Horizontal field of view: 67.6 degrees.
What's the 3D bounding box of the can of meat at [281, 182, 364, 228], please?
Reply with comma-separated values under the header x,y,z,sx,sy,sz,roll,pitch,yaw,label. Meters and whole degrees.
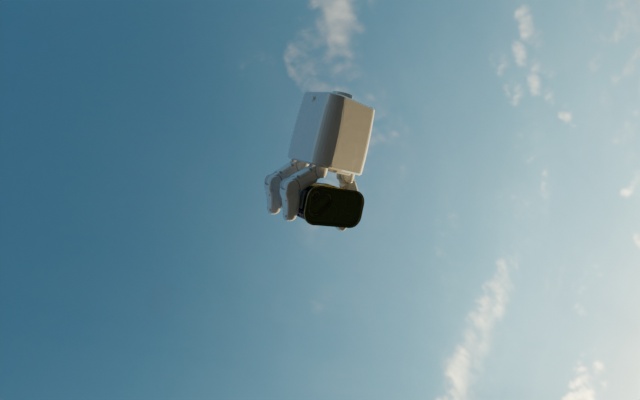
x,y,z,sx,sy,sz,roll,pitch,yaw,label
0.000,0.002,0.725,0.102,0.057,0.084,6,8,-34,can of meat
